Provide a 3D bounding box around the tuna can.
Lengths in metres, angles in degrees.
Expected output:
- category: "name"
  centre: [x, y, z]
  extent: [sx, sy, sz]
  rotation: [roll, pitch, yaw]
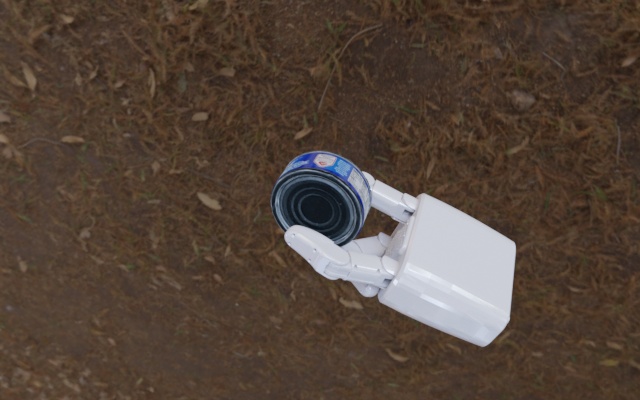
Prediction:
- category: "tuna can"
  centre: [0.000, 0.002, 0.422]
  extent: [0.086, 0.086, 0.033]
  rotation: [0, 32, 20]
